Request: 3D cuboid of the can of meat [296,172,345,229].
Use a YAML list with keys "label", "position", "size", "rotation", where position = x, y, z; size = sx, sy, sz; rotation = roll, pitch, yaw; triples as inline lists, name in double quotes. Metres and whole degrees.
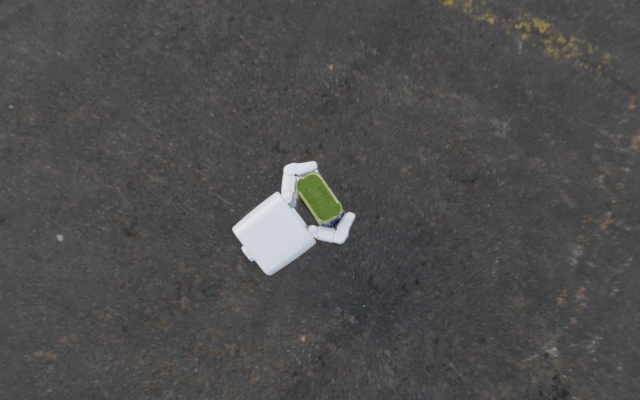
- label: "can of meat"
  position: [0.000, 0.003, 0.873]
  size: [0.057, 0.102, 0.084]
  rotation: [-34, -13, -2]
